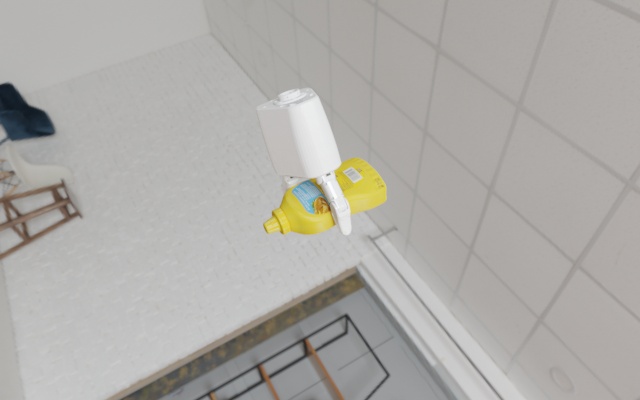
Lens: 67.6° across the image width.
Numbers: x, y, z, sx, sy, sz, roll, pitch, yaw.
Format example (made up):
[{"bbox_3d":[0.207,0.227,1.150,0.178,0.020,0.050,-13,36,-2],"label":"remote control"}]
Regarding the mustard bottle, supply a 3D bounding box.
[{"bbox_3d":[0.000,0.003,0.740,0.191,0.058,0.096,-25,48,-17],"label":"mustard bottle"}]
